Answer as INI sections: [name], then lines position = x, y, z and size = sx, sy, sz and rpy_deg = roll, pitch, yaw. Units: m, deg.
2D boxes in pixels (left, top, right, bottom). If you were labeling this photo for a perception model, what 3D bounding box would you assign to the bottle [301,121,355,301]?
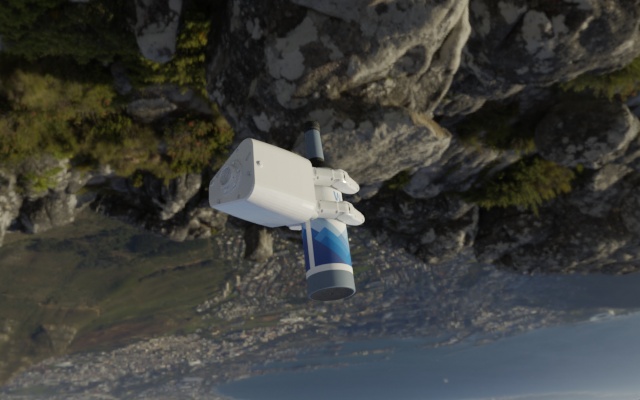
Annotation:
[bottle]
position = 0.000, 0.003, 0.737
size = 0.069, 0.295, 0.069
rpy_deg = -5, -28, -3
